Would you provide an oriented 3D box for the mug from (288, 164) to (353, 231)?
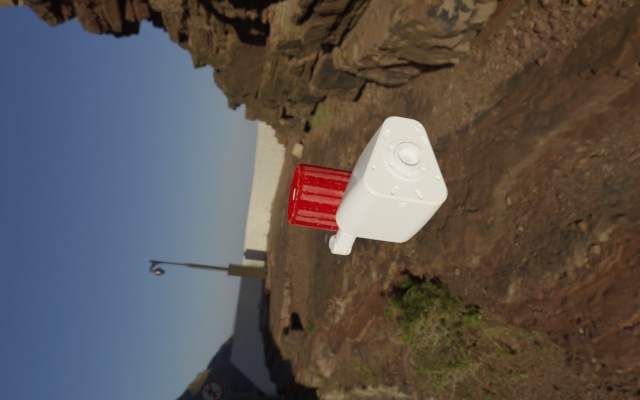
[{"bbox_3d":[0.000,0.003,0.647,0.081,0.093,0.117,9,-28,-10],"label":"mug"}]
